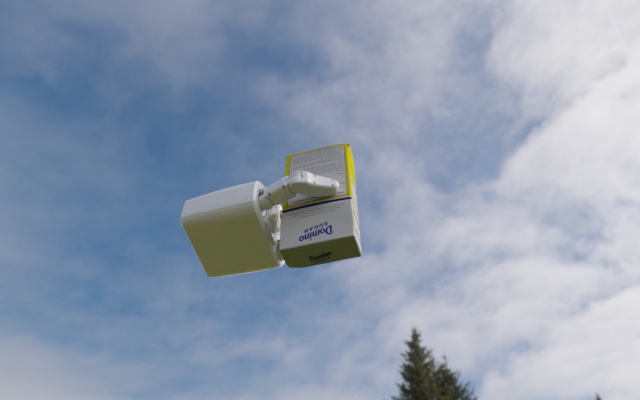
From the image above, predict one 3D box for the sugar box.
[{"bbox_3d":[0.000,0.002,0.615,0.093,0.176,0.048,-11,-45,11],"label":"sugar box"}]
